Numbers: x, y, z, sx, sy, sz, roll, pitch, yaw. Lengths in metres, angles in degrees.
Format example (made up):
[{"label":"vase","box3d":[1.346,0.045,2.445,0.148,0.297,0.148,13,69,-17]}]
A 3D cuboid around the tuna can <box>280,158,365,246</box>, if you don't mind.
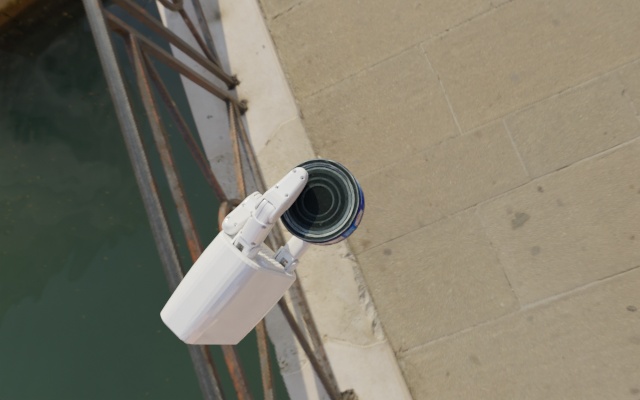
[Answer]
[{"label":"tuna can","box3d":[0.000,0.001,0.479,0.086,0.086,0.034,0,-9,12]}]
